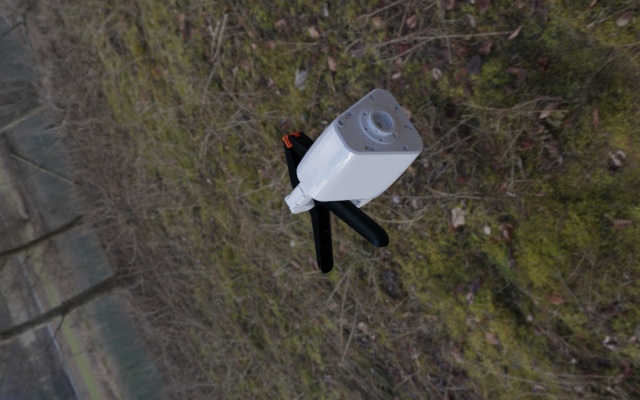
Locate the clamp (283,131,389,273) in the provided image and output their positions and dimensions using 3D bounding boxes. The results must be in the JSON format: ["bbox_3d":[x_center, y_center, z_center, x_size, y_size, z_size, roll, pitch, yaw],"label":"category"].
[{"bbox_3d":[-0.001,0.002,0.682,0.036,0.210,0.165,-21,-15,-35],"label":"clamp"}]
